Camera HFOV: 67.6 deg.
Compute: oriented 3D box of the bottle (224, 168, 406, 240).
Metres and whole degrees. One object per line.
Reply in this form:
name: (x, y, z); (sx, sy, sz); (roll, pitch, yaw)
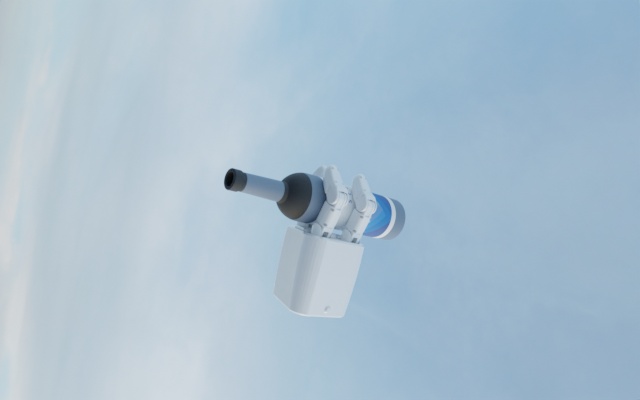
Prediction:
bottle: (0.000, 0.002, 0.668); (0.296, 0.069, 0.069); (14, -9, -40)
